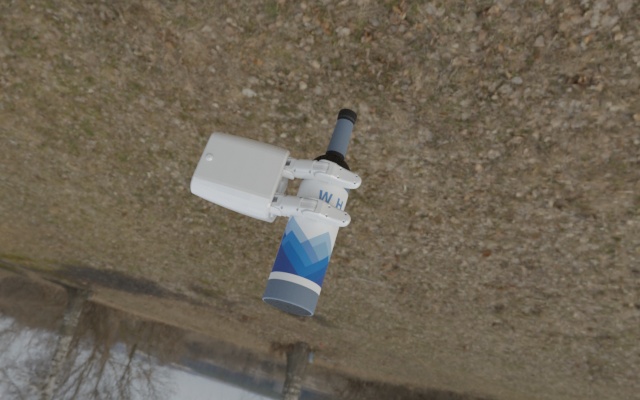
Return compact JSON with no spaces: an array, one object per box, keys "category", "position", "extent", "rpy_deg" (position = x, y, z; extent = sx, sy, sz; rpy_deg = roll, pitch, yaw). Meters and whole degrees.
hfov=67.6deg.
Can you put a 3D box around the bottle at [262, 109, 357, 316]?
[{"category":"bottle","position":[0.000,0.002,0.644],"extent":[0.069,0.295,0.069],"rpy_deg":[15,-23,6]}]
